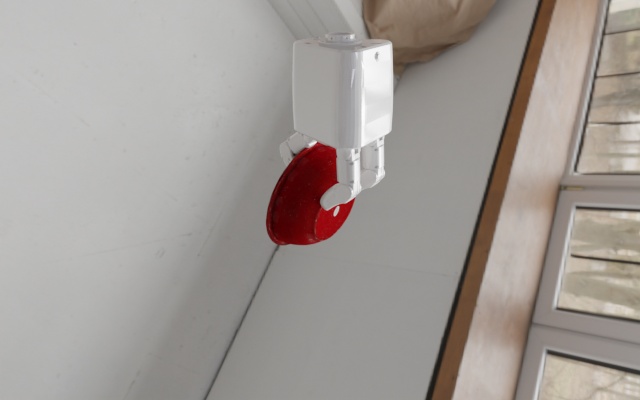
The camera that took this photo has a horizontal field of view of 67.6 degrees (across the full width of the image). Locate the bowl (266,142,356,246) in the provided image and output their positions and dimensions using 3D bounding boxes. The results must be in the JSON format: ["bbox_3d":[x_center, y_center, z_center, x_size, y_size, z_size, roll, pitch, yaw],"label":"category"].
[{"bbox_3d":[0.000,0.003,0.650,0.055,0.162,0.162,30,14,26],"label":"bowl"}]
